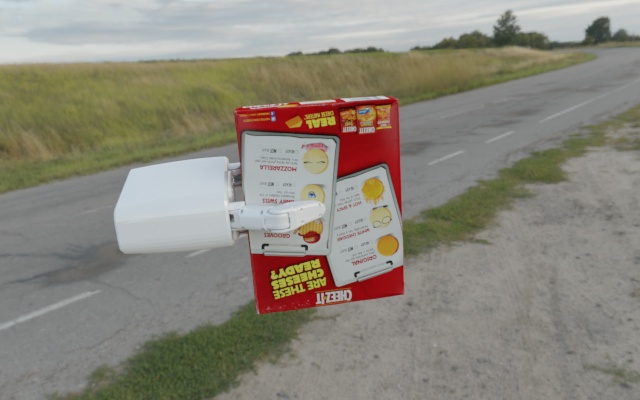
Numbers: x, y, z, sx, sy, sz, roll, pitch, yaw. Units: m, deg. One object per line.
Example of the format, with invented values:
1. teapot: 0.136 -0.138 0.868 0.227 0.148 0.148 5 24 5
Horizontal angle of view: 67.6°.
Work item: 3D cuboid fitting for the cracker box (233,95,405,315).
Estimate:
1. cracker box: 0.000 0.002 0.515 0.164 0.214 0.072 -6 15 -7
